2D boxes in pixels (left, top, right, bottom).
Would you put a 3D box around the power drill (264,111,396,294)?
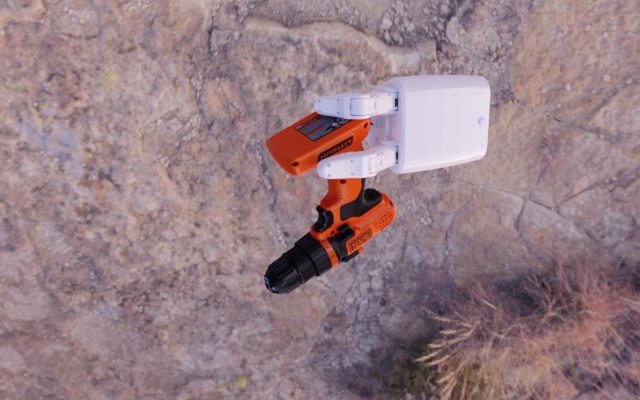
[{"bbox_3d":[0.000,0.001,0.523,0.184,0.188,0.057,-34,48,-21],"label":"power drill"}]
